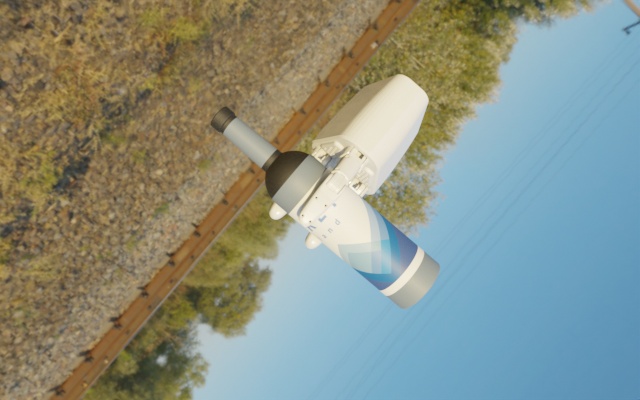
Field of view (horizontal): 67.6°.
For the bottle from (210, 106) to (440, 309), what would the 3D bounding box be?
[{"bbox_3d":[0.000,0.002,0.531,0.296,0.069,0.069,40,-3,-3],"label":"bottle"}]
